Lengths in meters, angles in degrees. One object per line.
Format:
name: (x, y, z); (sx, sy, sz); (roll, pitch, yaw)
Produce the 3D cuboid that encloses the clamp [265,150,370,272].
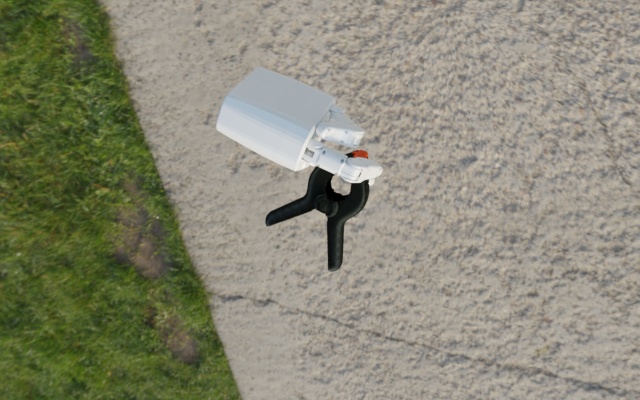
clamp: (0.000, 0.002, 0.613); (0.120, 0.171, 0.039); (25, 26, 3)
